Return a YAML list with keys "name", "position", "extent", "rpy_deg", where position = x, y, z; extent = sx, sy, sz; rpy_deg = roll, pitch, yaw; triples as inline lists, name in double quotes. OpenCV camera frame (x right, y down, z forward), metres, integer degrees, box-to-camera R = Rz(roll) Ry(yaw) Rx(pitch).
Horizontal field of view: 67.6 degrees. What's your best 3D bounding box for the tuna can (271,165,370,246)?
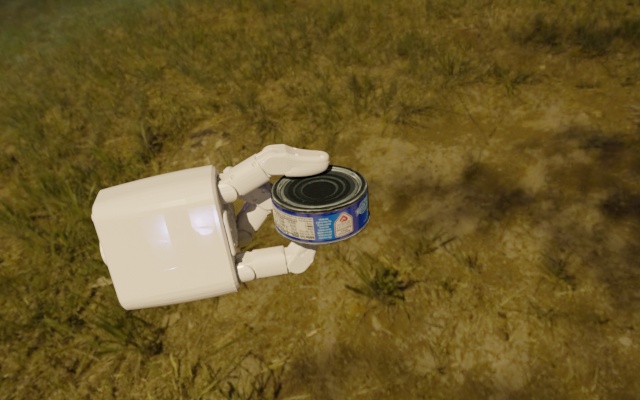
- name: "tuna can"
  position: [0.000, 0.001, 0.417]
  extent: [0.086, 0.034, 0.086]
  rpy_deg: [-4, 30, 2]
